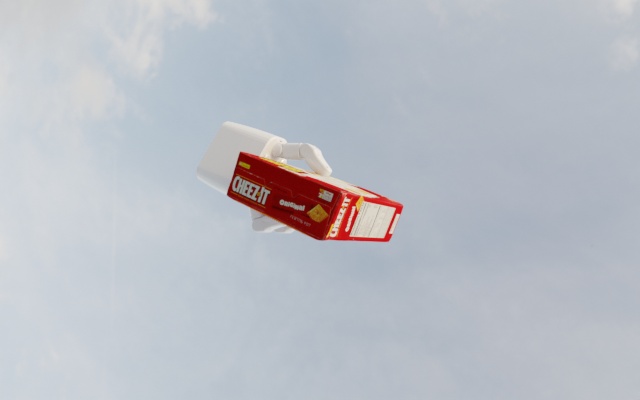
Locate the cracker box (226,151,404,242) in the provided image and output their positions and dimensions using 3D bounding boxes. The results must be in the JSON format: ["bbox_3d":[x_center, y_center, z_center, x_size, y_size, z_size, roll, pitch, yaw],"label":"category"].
[{"bbox_3d":[0.000,0.002,0.676,0.164,0.072,0.214,22,6,29],"label":"cracker box"}]
